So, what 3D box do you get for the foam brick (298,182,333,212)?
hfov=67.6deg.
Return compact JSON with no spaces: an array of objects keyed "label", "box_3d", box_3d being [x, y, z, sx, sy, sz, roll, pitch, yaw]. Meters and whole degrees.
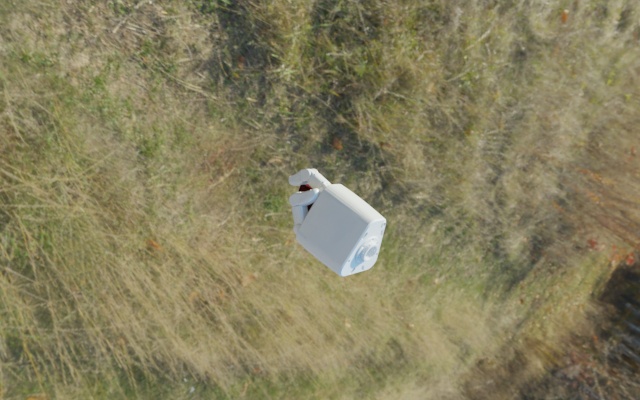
[{"label":"foam brick","box_3d":[0.000,0.003,0.843,0.078,0.053,0.051,-6,35,-47]}]
